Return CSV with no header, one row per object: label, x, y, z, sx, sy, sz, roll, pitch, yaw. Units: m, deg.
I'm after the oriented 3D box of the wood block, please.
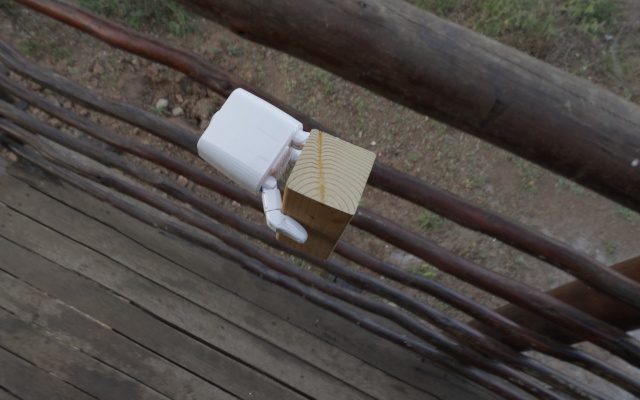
wood block,0.000,0.002,0.669,0.090,0.090,0.206,23,-23,1
